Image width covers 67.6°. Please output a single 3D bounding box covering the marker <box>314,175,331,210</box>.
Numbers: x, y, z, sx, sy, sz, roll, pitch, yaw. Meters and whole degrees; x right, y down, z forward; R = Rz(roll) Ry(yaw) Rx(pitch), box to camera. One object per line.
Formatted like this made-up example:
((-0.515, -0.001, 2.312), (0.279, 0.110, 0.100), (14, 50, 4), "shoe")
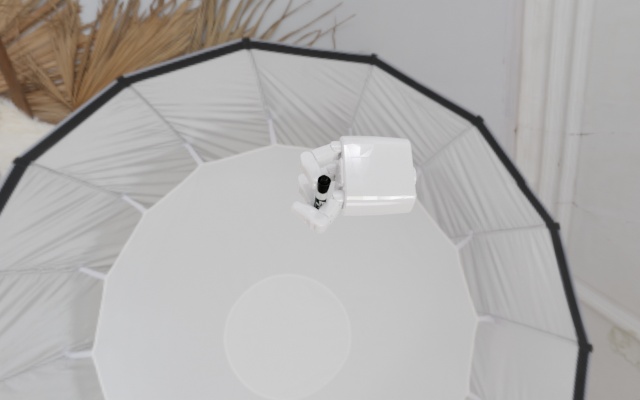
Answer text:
((0.000, 0.002, 0.691), (0.020, 0.020, 0.121), (0, -33, -7), "marker")
